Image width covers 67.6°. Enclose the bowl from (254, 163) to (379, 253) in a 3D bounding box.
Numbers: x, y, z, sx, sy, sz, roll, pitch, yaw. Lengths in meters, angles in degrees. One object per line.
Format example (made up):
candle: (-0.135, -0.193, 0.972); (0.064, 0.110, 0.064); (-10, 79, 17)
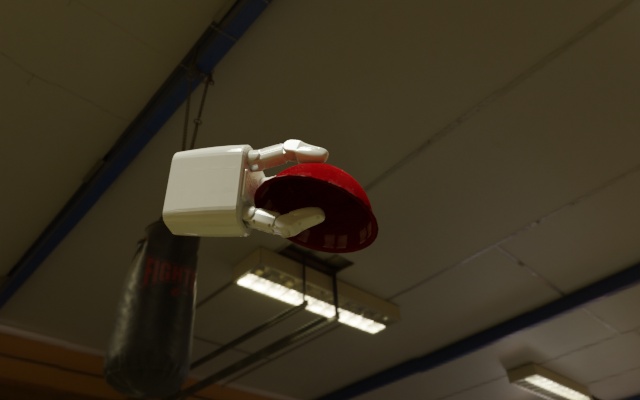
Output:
bowl: (0.002, 0.002, 0.612); (0.162, 0.055, 0.162); (13, -35, 9)
